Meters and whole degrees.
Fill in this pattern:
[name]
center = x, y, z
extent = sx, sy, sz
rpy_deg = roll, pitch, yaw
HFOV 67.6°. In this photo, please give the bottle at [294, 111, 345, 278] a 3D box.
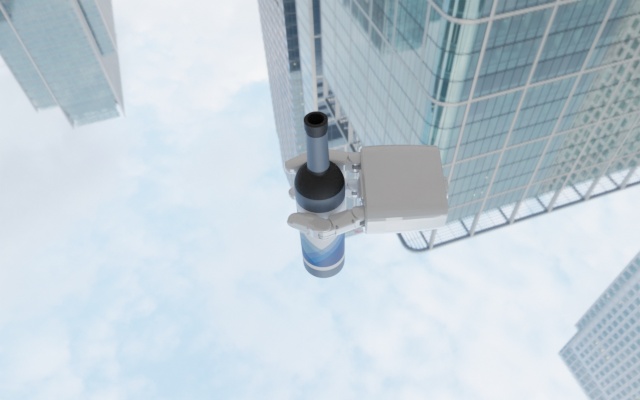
[bottle]
center = 0.000, 0.002, 0.644
extent = 0.069, 0.069, 0.296
rpy_deg = 0, -39, 3
